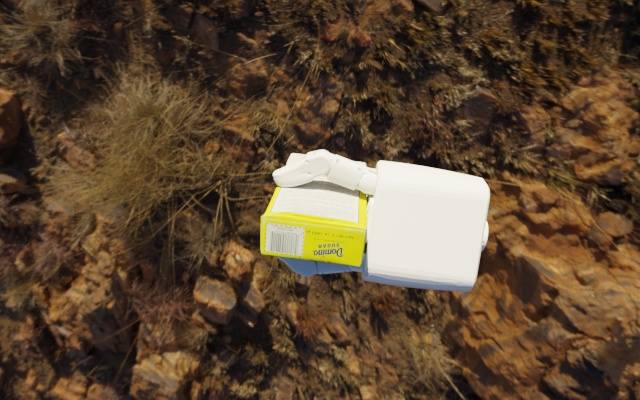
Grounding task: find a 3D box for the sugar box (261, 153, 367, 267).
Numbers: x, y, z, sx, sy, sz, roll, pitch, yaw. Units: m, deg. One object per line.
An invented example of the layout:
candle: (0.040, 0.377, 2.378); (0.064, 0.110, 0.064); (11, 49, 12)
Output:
sugar box: (0.000, 0.002, 0.494); (0.093, 0.048, 0.176); (8, 21, 3)
